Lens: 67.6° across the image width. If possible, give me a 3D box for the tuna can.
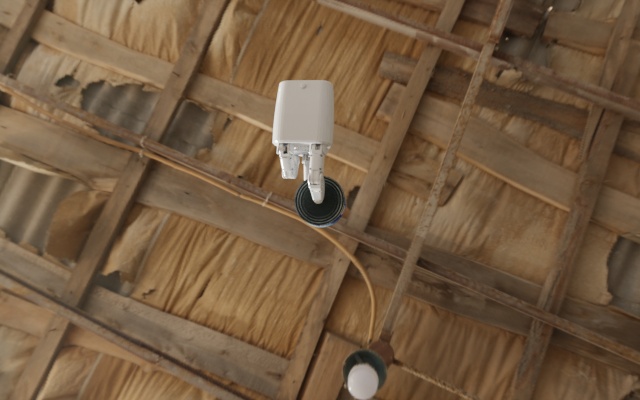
[{"bbox_3d":[0.000,0.003,0.815,0.086,0.086,0.034,0,-10,7],"label":"tuna can"}]
